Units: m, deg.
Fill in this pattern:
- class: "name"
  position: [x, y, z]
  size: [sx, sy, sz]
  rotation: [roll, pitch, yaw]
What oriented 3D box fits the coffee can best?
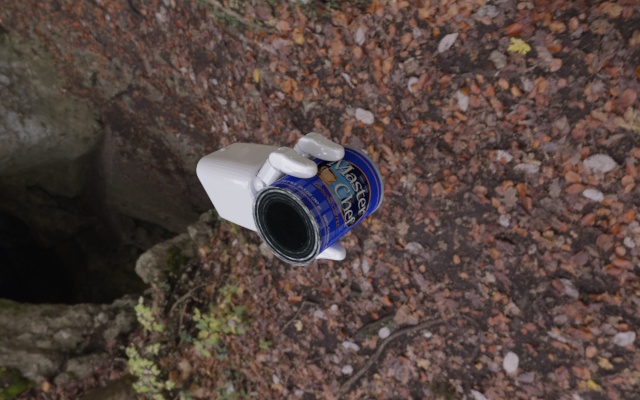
- class: "coffee can"
  position: [0.000, 0.002, 0.595]
  size: [0.103, 0.103, 0.140]
  rotation: [0, 24, 41]
